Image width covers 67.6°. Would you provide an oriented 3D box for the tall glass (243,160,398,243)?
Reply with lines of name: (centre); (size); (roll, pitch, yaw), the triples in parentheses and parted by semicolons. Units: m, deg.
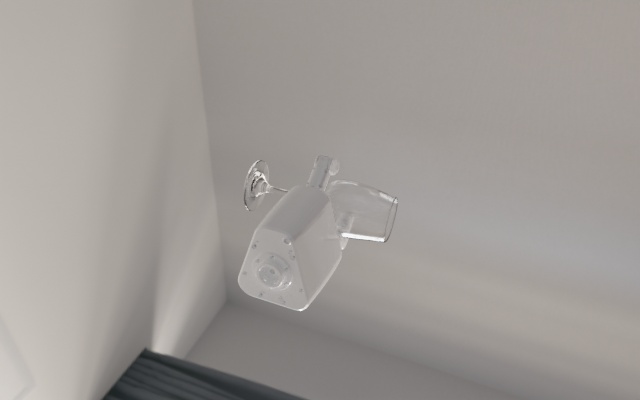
tall glass: (0.000, 0.002, 0.653); (0.201, 0.079, 0.079); (14, 4, 16)
